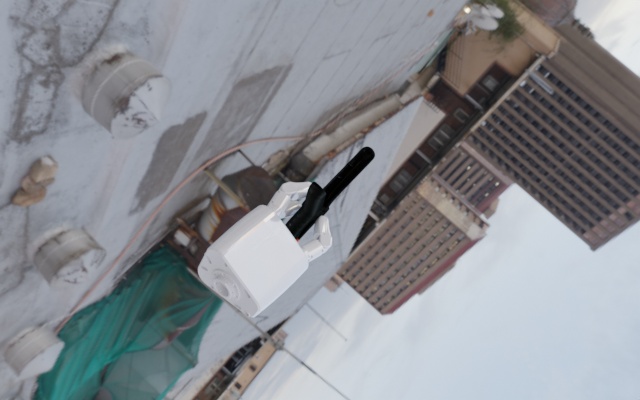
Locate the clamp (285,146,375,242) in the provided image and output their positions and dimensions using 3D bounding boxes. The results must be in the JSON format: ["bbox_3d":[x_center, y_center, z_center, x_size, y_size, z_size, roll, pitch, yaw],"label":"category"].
[{"bbox_3d":[0.000,0.003,0.757,0.164,0.036,0.210,-37,-10,-41],"label":"clamp"}]
